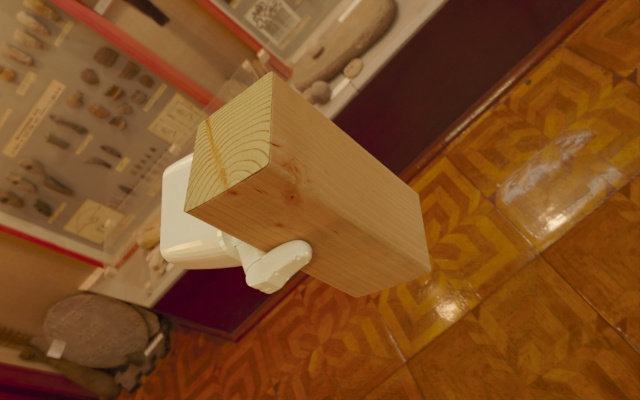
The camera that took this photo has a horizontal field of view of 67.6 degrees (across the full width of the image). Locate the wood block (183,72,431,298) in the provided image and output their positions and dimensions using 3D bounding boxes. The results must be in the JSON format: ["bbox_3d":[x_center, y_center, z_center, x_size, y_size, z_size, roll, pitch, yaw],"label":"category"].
[{"bbox_3d":[0.000,0.002,0.409,0.090,0.090,0.206,-26,-41,32],"label":"wood block"}]
